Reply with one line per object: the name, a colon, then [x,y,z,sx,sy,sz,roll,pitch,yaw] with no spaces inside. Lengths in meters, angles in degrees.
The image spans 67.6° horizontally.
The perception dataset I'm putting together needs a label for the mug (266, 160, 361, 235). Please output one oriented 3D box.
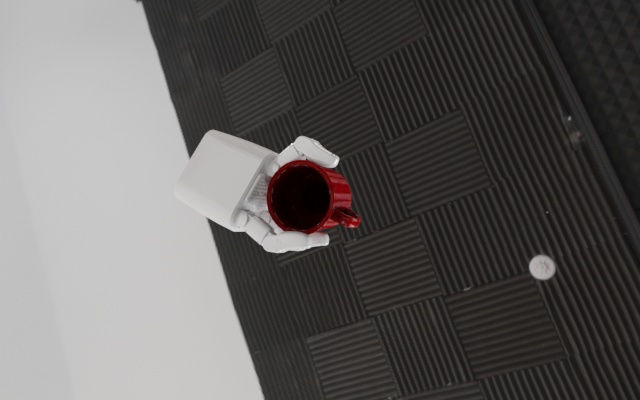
mug: [0.001,0.003,0.614,0.117,0.093,0.081,26,10,22]
